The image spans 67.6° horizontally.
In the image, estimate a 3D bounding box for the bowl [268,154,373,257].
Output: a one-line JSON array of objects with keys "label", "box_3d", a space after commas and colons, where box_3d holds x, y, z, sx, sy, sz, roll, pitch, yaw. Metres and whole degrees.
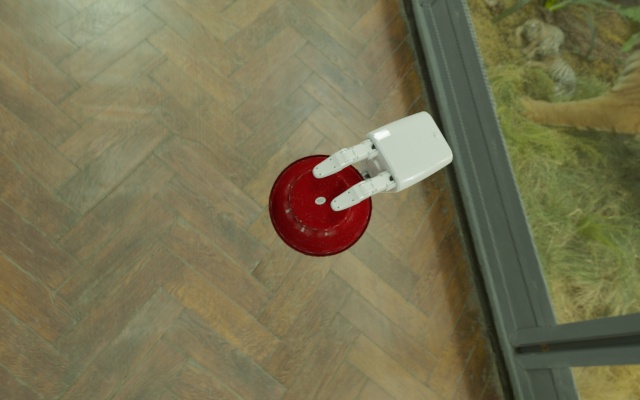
[{"label": "bowl", "box_3d": [-0.001, 0.003, 0.716, 0.162, 0.162, 0.055, 0, -10, 0]}]
